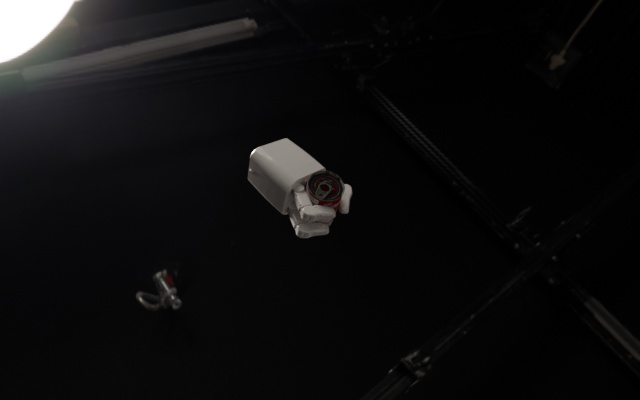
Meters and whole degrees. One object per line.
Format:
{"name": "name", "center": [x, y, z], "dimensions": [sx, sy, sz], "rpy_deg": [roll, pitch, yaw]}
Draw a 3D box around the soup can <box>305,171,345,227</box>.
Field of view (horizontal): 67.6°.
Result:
{"name": "soup can", "center": [0.001, 0.003, 0.882], "dimensions": [0.068, 0.068, 0.102], "rpy_deg": [0, -36, -14]}
